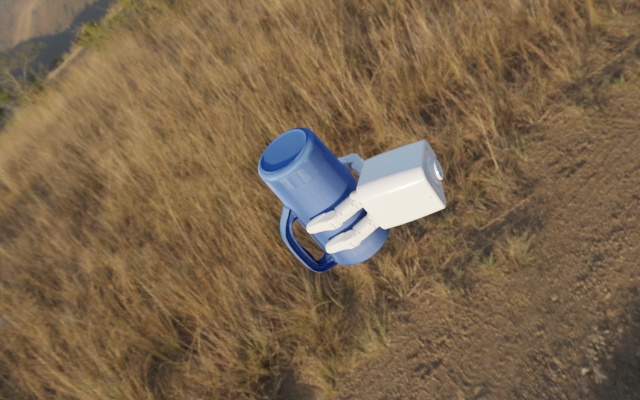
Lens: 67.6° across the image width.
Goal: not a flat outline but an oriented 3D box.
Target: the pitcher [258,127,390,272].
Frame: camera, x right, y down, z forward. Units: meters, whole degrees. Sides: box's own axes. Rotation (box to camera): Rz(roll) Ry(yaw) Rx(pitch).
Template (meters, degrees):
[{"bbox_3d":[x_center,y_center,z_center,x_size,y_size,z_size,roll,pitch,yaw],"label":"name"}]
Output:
[{"bbox_3d":[0.000,0.003,0.803,0.145,0.149,0.243,-20,-48,26],"label":"pitcher"}]
